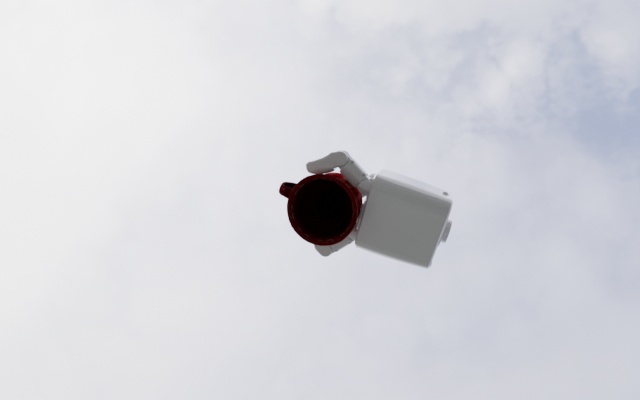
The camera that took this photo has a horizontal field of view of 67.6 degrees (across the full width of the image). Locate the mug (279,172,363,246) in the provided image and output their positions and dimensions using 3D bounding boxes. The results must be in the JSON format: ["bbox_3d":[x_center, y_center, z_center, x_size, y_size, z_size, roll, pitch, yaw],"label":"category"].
[{"bbox_3d":[-0.001,0.002,0.644,0.117,0.093,0.081,20,14,11],"label":"mug"}]
